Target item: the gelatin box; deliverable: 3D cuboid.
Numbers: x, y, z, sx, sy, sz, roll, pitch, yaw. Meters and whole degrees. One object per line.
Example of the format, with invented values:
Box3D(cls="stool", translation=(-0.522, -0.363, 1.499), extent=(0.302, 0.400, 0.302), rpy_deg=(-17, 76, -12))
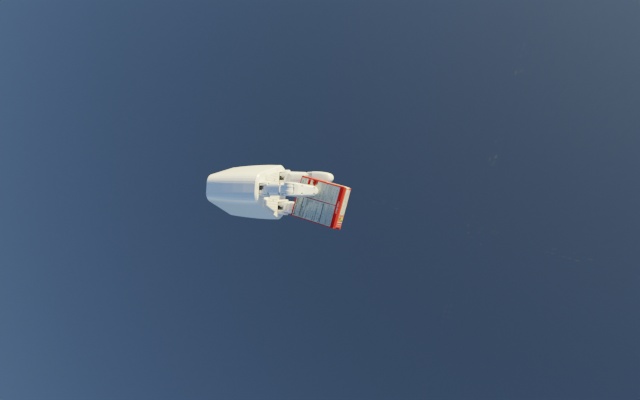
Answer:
Box3D(cls="gelatin box", translation=(0.000, 0.003, 0.818), extent=(0.089, 0.073, 0.030), rpy_deg=(16, 2, 27))
